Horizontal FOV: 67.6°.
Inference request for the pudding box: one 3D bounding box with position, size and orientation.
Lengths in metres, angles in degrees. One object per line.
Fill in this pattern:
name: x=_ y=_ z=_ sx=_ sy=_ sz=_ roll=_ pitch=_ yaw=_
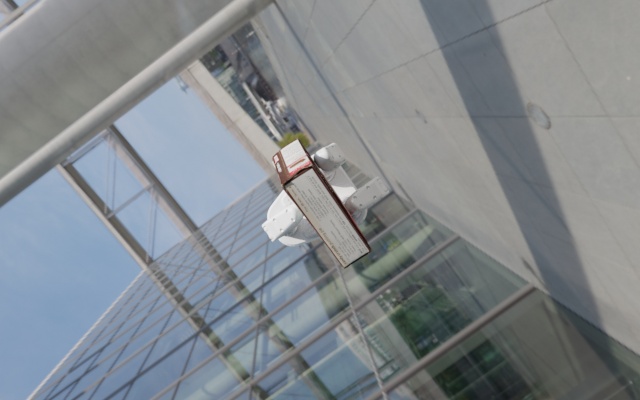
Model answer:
pudding box: x=0.000 y=0.002 z=0.479 sx=0.039 sy=0.113 sz=0.090 roll=-36 pitch=25 yaw=3
